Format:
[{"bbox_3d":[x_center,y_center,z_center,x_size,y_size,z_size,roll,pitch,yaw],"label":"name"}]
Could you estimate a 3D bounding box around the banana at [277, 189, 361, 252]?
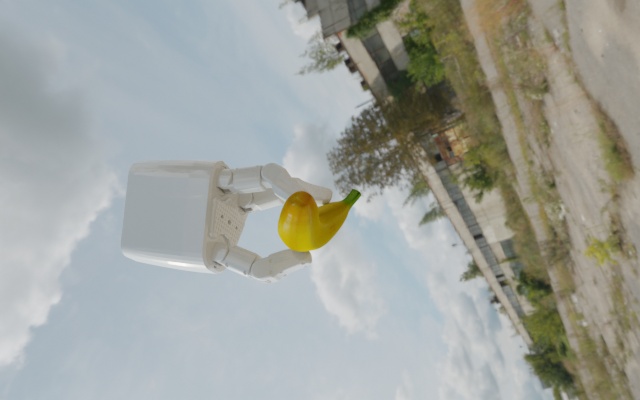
[{"bbox_3d":[-0.007,0.018,0.451,0.037,0.069,0.198,28,10,12],"label":"banana"}]
